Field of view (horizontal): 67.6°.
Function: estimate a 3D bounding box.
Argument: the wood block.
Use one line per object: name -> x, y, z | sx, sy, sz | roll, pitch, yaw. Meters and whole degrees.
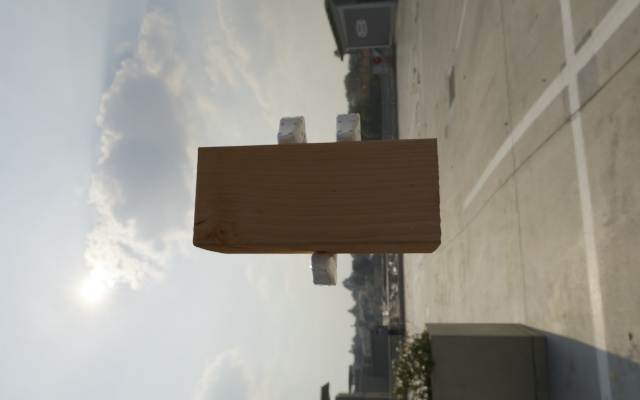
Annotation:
wood block -> 0.000, 0.002, 0.439 | 0.206, 0.091, 0.090 | -2, -11, 8
